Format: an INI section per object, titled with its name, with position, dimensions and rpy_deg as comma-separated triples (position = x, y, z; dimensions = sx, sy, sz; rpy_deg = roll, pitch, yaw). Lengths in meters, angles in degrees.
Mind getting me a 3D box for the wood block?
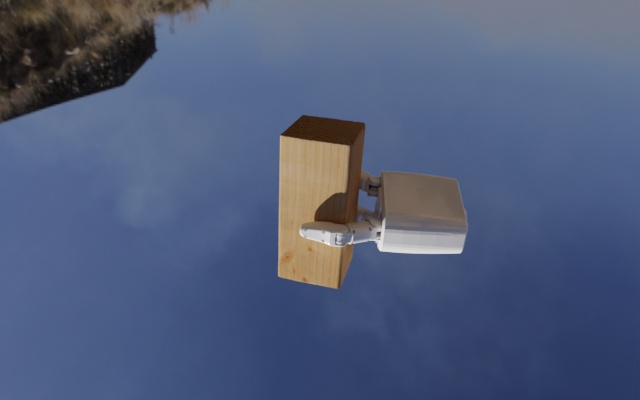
[wood block]
position = 0.000, 0.002, 0.637
dimensions = 0.090, 0.206, 0.090
rpy_deg = 10, 28, 12
